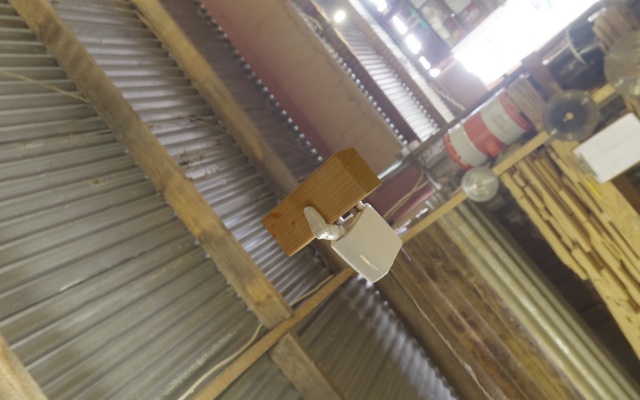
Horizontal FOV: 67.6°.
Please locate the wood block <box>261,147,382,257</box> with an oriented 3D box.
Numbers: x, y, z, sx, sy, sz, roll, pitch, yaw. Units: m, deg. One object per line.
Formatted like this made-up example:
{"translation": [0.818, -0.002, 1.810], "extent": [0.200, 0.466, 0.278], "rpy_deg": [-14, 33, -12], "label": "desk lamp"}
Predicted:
{"translation": [0.000, 0.003, 0.887], "extent": [0.206, 0.090, 0.091], "rpy_deg": [-41, -5, 28], "label": "wood block"}
